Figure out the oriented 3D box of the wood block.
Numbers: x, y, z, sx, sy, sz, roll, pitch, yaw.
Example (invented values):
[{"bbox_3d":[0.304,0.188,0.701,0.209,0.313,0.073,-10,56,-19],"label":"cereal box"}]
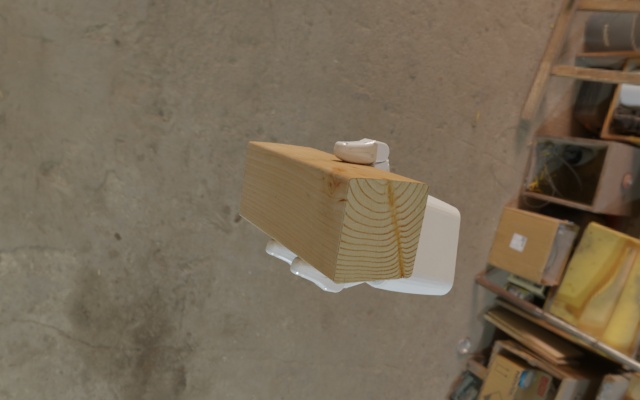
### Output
[{"bbox_3d":[0.001,0.001,0.488,0.090,0.091,0.206,2,13,-33],"label":"wood block"}]
